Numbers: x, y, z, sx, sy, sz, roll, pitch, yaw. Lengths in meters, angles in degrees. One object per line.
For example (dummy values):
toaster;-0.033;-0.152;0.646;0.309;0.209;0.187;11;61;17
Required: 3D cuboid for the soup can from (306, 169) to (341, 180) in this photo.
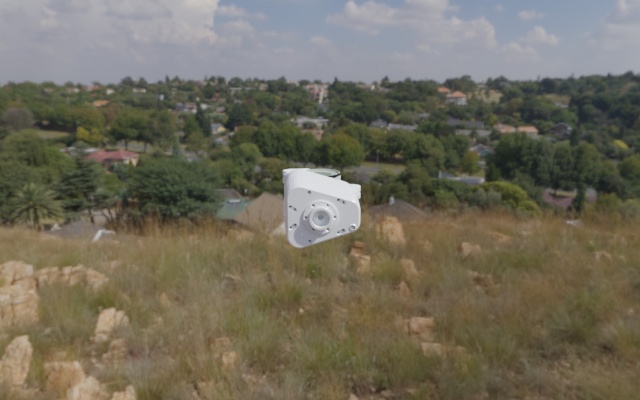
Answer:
soup can;0.000;0.002;0.799;0.068;0.102;0.068;0;14;0
